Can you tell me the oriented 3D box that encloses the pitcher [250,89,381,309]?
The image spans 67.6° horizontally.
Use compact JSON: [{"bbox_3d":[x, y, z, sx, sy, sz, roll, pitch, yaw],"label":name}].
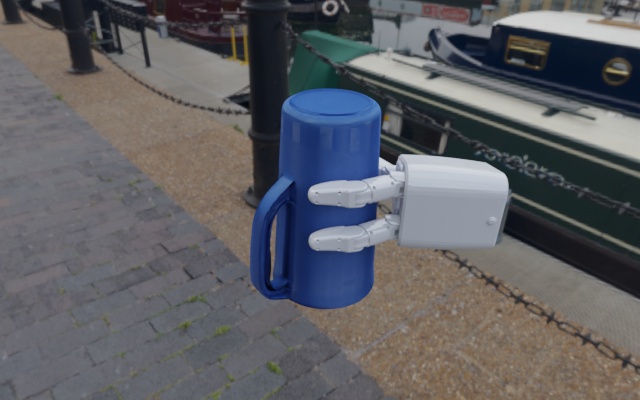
[{"bbox_3d":[0.000,0.002,0.564,0.145,0.243,0.149,5,30,5],"label":"pitcher"}]
